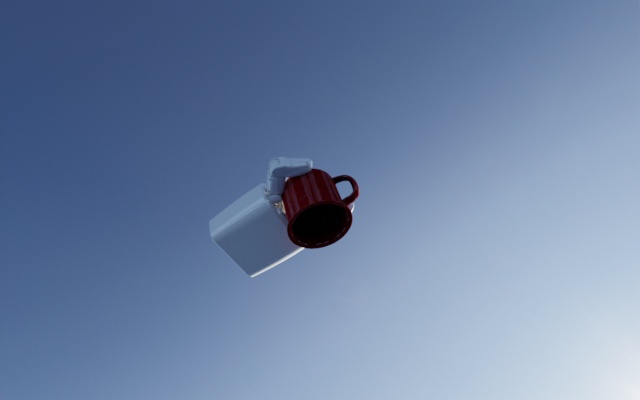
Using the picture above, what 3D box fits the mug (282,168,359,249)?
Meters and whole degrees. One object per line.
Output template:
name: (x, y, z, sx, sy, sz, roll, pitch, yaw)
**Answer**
mug: (0.001, 0.001, 0.680, 0.117, 0.081, 0.093, -32, -46, 11)
